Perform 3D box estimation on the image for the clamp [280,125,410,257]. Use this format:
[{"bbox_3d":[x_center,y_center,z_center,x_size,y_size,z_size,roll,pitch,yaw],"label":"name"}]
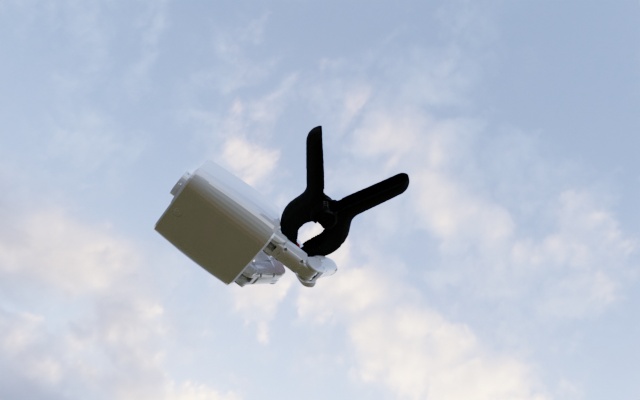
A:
[{"bbox_3d":[0.000,0.002,0.528,0.120,0.171,0.039,38,23,-11],"label":"clamp"}]
